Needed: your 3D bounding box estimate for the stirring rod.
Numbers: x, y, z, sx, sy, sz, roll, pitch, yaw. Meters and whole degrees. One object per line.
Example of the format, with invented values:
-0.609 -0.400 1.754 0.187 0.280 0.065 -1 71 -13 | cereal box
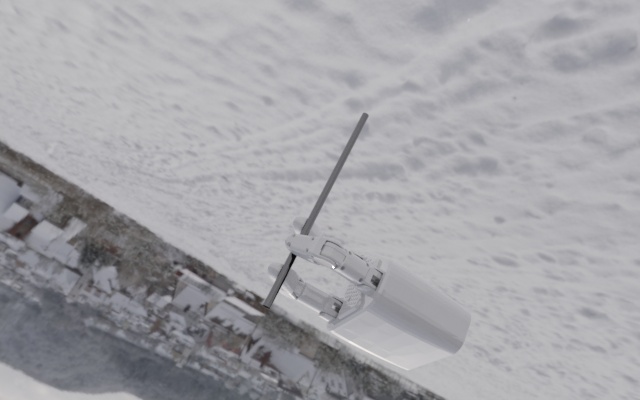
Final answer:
0.000 0.002 0.496 0.011 0.239 0.011 23 -23 10 | stirring rod
